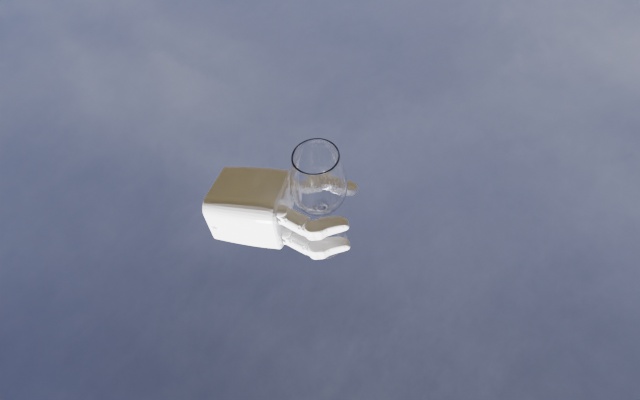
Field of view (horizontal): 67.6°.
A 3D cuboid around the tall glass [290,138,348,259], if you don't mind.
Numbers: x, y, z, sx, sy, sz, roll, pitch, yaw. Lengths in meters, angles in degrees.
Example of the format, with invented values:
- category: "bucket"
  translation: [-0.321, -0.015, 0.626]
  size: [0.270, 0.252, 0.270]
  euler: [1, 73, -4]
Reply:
- category: "tall glass"
  translation: [0.000, 0.003, 0.680]
  size: [0.079, 0.079, 0.201]
  euler: [0, -36, 4]
